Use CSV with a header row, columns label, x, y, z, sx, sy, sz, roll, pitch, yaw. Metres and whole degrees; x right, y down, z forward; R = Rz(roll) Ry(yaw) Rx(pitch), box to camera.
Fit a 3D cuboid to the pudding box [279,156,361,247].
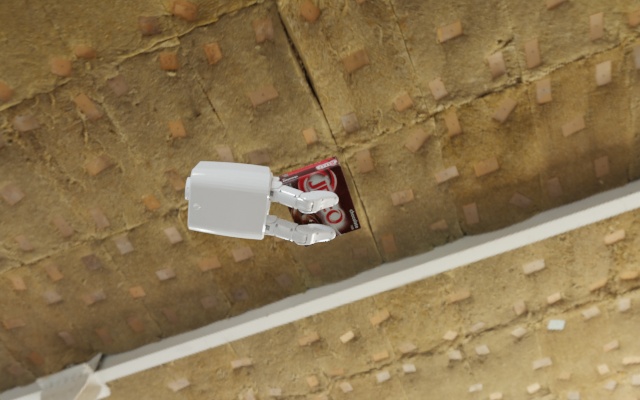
label,x,y,z,sx,sy,sz,roll,pitch,yaw
pudding box,0.000,0.002,0.692,0.090,0.113,0.039,-19,29,4
